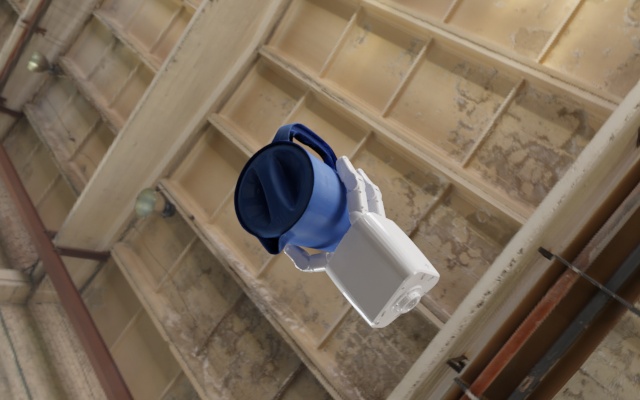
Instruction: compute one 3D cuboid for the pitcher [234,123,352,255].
[{"bbox_3d":[0.000,0.003,0.714,0.145,0.149,0.243,48,14,34],"label":"pitcher"}]
